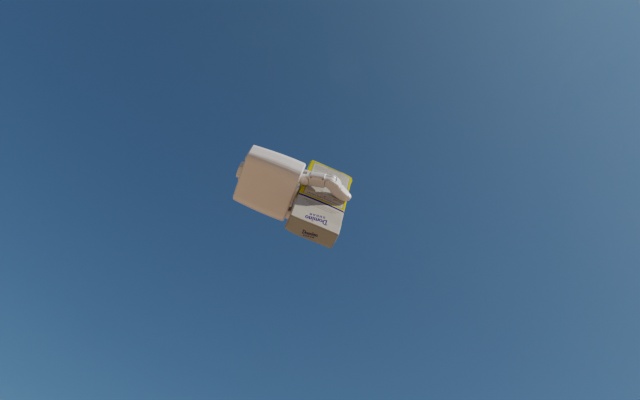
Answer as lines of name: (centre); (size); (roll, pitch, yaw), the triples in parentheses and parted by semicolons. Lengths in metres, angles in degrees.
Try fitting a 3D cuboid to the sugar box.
sugar box: (0.000, 0.003, 0.895); (0.093, 0.048, 0.176); (23, 42, -4)
